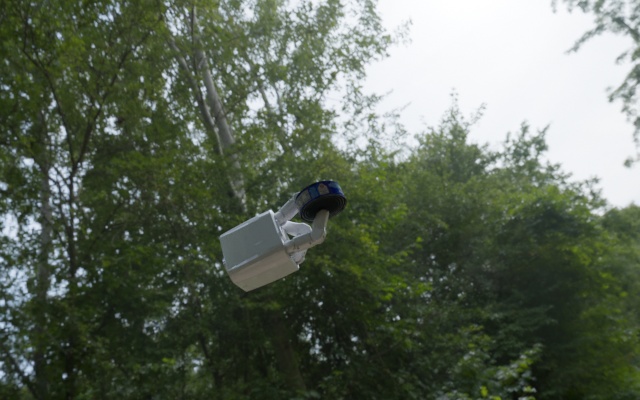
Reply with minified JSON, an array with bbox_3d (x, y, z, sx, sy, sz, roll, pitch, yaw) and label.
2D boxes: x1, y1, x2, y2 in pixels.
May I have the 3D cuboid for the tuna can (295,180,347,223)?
[{"bbox_3d":[0.000,0.002,0.831,0.086,0.033,0.086,-17,-29,-10],"label":"tuna can"}]
